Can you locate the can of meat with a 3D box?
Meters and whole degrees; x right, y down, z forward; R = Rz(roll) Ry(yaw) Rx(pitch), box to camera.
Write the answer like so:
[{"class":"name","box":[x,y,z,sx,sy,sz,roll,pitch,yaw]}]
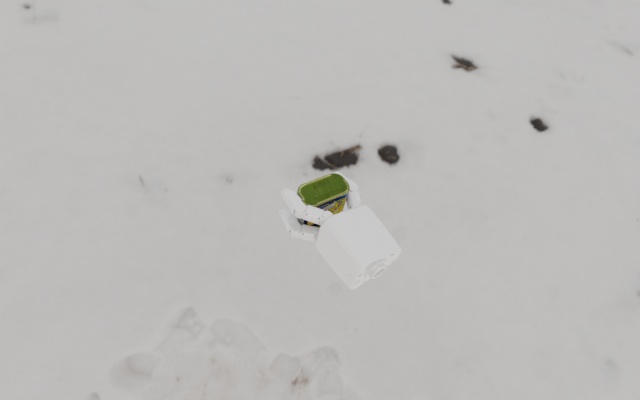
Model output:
[{"class":"can of meat","box":[0.000,0.003,0.882,0.102,0.057,0.084,-23,-28,-24]}]
